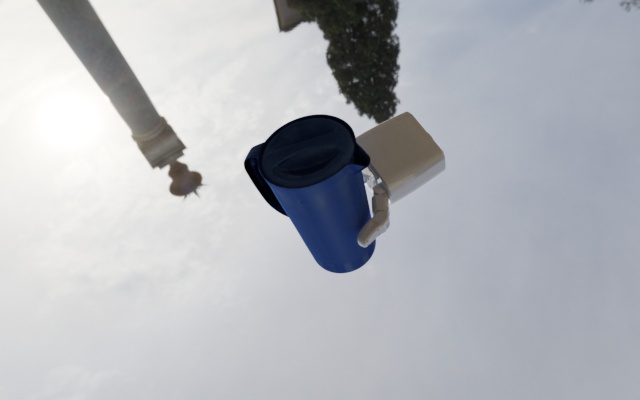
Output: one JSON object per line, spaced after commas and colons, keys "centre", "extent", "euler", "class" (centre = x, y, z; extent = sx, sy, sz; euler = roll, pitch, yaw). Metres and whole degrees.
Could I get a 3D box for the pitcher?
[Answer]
{"centre": [0.000, 0.002, 0.708], "extent": [0.145, 0.243, 0.149], "euler": [-30, 48, -8], "class": "pitcher"}
